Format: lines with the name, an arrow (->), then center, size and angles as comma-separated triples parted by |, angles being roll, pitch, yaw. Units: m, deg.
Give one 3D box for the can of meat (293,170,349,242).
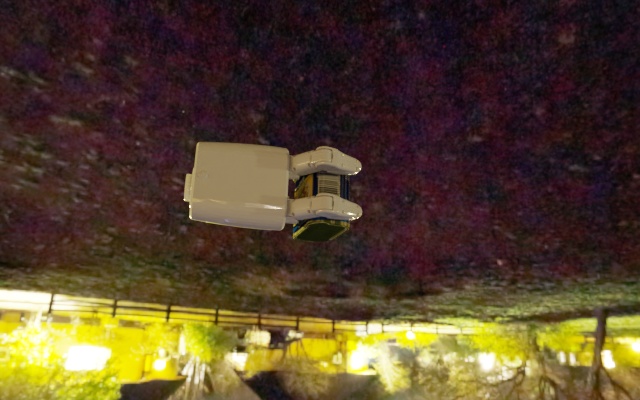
can of meat -> 0.000, 0.002, 0.599 | 0.057, 0.084, 0.102 | 7, -19, -16
